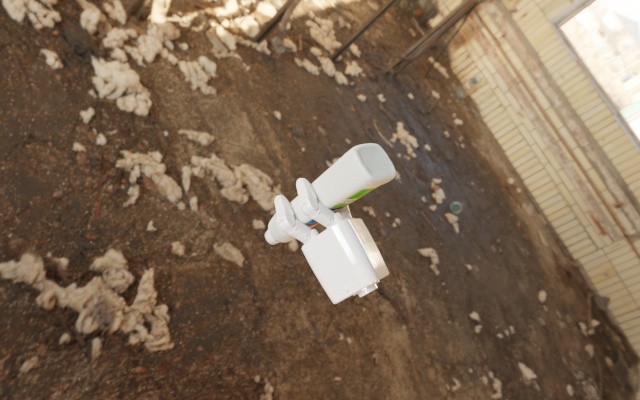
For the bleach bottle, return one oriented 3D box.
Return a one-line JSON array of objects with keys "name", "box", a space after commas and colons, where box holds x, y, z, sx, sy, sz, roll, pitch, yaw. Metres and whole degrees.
[{"name": "bleach bottle", "box": [0.000, 0.003, 0.791, 0.251, 0.068, 0.102, -37, -13, 34]}]
